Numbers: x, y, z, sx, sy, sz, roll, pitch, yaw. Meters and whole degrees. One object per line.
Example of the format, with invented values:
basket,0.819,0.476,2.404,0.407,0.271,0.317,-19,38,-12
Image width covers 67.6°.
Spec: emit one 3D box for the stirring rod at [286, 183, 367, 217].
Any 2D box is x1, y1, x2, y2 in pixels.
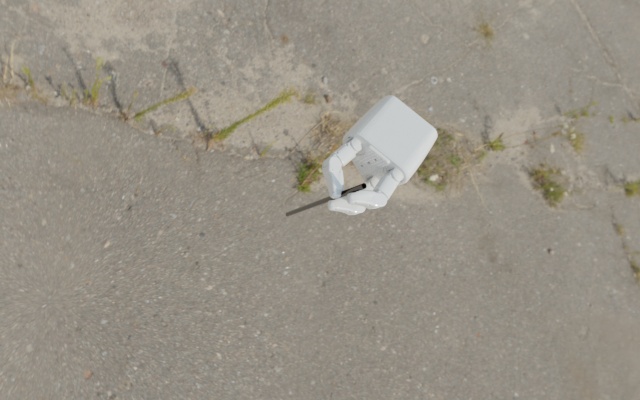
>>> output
stirring rod,0.000,0.002,0.741,0.011,0.011,0.239,0,-11,-30
